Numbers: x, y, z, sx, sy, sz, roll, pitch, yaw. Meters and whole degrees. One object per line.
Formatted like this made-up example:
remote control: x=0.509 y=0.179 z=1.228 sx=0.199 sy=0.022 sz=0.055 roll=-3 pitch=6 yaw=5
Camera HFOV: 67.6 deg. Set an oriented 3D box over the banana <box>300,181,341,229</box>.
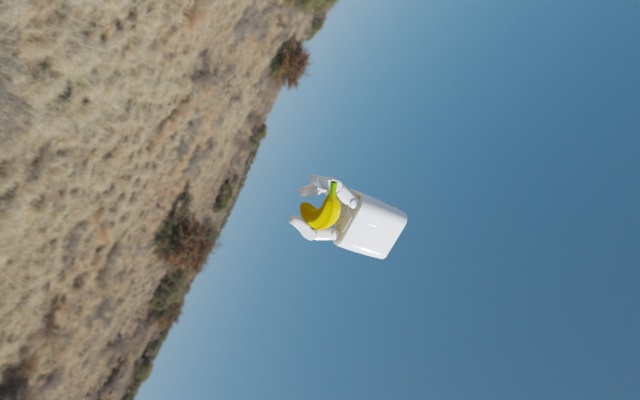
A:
banana: x=0.000 y=0.020 z=0.886 sx=0.037 sy=0.069 sz=0.198 roll=10 pitch=-15 yaw=-18
